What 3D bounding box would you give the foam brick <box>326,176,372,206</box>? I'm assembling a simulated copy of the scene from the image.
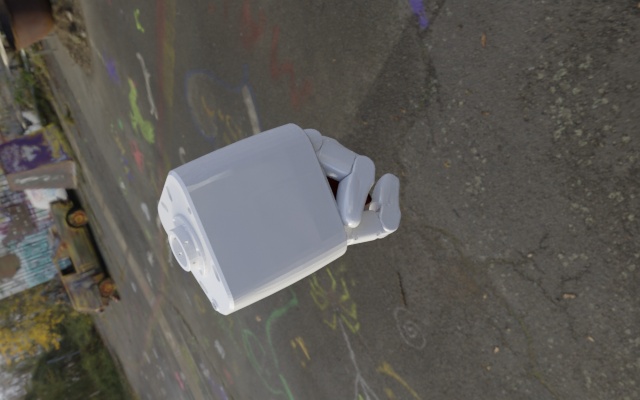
[{"bbox_3d":[0.000,0.002,0.448,0.051,0.053,0.078,-28,-8,-32],"label":"foam brick"}]
